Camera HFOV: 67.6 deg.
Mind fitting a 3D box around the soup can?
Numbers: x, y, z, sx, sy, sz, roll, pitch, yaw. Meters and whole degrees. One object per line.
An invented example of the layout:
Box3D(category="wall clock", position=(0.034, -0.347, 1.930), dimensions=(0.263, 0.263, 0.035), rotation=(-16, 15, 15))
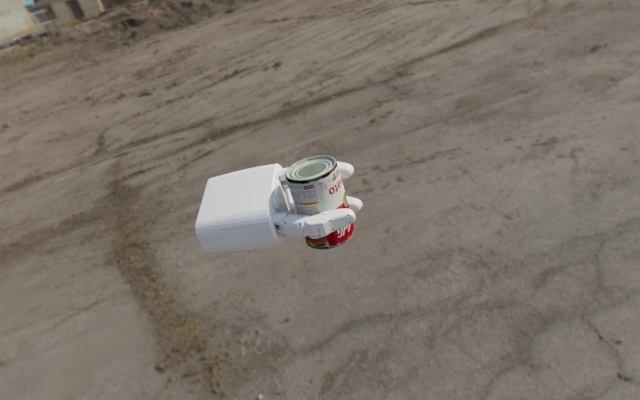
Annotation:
Box3D(category="soup can", position=(0.000, 0.002, 0.611), dimensions=(0.068, 0.102, 0.068), rotation=(-12, 29, 7))
